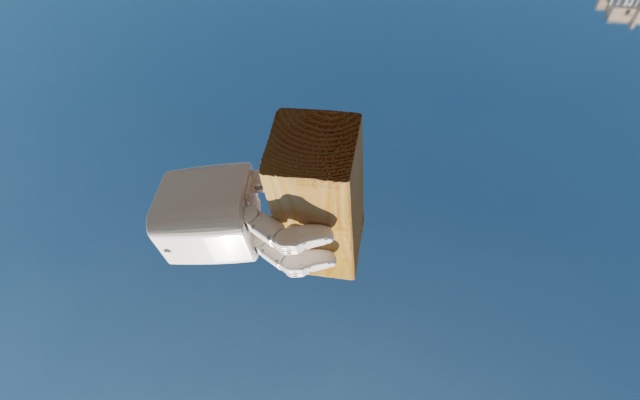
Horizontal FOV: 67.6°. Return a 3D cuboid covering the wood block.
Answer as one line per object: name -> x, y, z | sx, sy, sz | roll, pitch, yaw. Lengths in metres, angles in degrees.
wood block -> 0.000, 0.002, 0.545 | 0.090, 0.090, 0.206 | 5, -33, 9
